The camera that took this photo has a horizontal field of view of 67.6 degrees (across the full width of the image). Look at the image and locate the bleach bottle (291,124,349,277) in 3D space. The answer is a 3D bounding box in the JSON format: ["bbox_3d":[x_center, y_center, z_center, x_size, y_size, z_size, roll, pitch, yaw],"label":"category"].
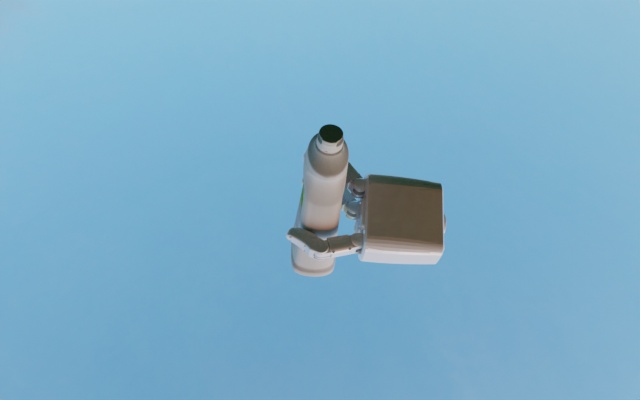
[{"bbox_3d":[0.000,0.002,0.636,0.068,0.102,0.251,3,-35,-5],"label":"bleach bottle"}]
